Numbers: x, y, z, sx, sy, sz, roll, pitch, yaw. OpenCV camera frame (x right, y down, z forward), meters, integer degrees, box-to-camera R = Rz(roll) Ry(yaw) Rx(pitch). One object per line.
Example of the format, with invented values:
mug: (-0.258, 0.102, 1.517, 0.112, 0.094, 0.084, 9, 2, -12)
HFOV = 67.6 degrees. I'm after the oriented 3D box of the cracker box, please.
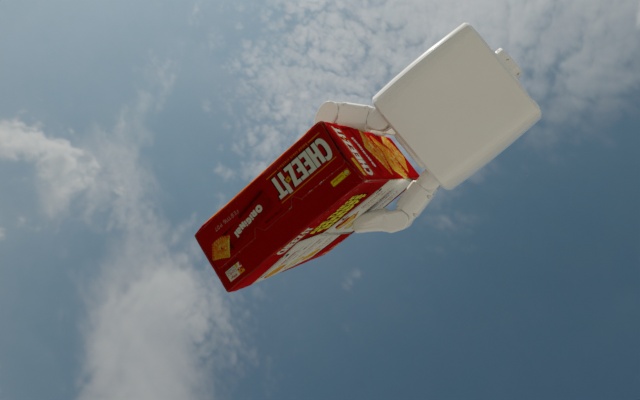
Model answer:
cracker box: (0.000, 0.002, 0.492, 0.164, 0.072, 0.213, -40, -13, 20)
